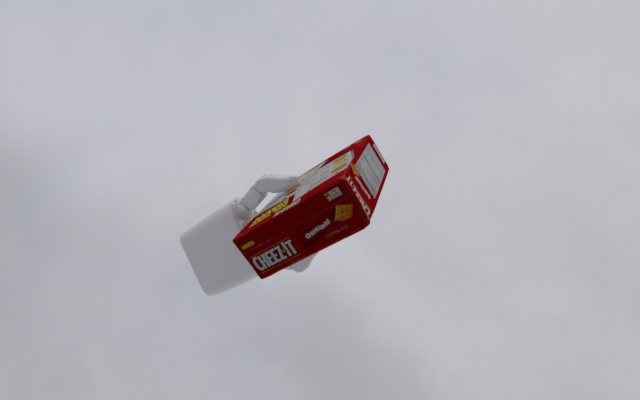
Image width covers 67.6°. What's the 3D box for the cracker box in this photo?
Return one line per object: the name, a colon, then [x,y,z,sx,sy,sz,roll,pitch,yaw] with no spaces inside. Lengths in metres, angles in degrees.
cracker box: [0.000,0.002,0.644,0.164,0.072,0.213,-30,11,22]
